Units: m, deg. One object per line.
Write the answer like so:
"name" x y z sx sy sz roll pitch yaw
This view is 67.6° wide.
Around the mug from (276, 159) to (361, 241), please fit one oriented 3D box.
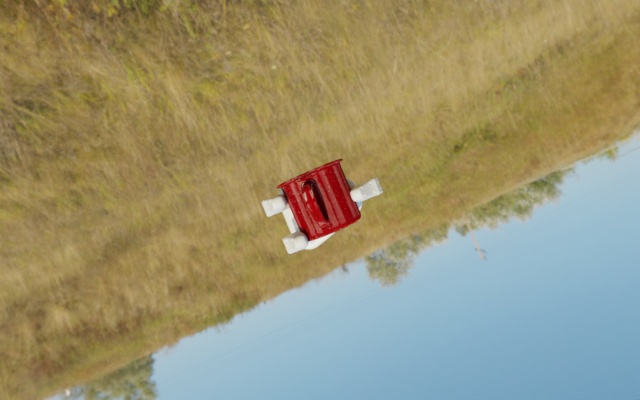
"mug" 0.000 0.002 0.604 0.093 0.081 0.117 -23 1 7
